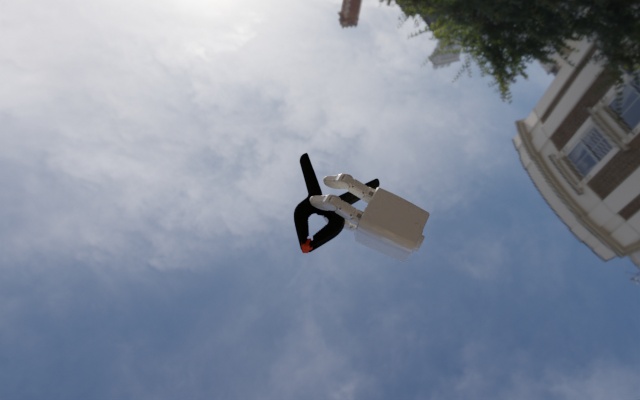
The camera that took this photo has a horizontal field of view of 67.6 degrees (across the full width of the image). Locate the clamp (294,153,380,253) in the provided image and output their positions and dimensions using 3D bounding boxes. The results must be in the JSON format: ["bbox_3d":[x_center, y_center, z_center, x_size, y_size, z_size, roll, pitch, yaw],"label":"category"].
[{"bbox_3d":[0.000,0.004,0.892,0.164,0.210,0.036,26,-34,10],"label":"clamp"}]
